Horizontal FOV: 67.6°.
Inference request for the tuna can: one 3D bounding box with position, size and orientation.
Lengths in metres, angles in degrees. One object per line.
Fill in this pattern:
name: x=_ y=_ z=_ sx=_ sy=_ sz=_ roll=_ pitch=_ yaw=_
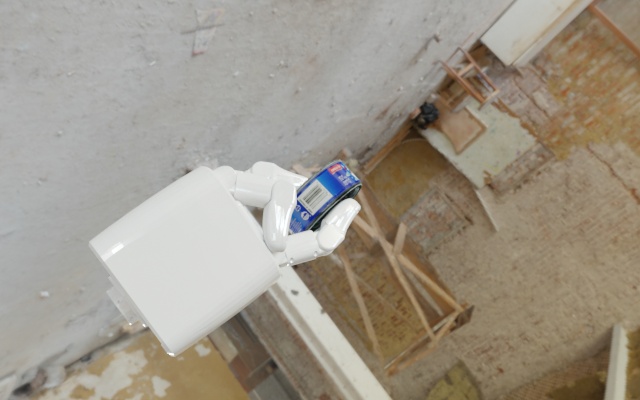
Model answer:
tuna can: x=0.001 y=0.002 z=0.467 sx=0.086 sy=0.033 sz=0.086 roll=-42 pitch=-9 yaw=-9
